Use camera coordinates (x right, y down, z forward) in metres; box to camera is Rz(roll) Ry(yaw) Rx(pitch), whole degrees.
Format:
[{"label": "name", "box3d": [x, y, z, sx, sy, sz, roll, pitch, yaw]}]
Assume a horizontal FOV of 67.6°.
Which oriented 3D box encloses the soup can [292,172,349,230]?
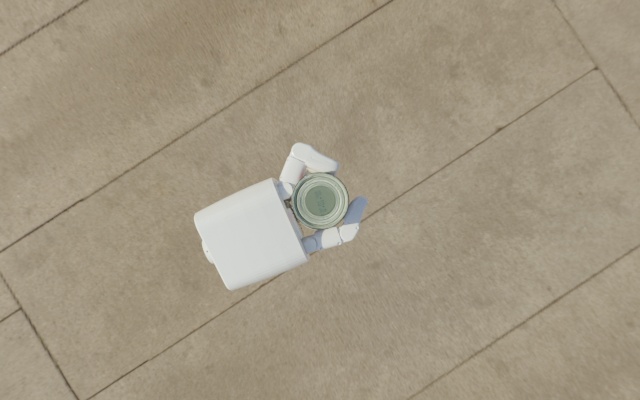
[{"label": "soup can", "box3d": [0.001, 0.002, 0.589, 0.068, 0.068, 0.102, 0, -2, 1]}]
